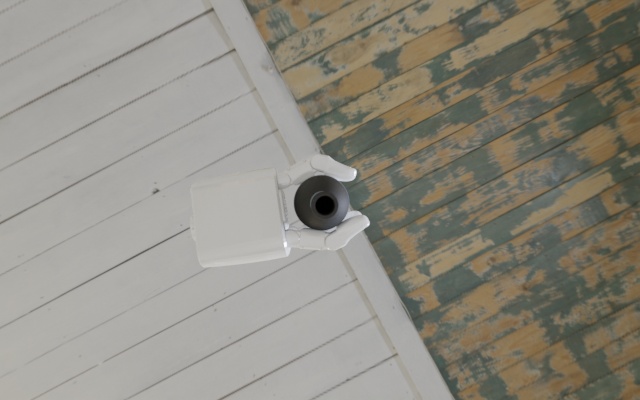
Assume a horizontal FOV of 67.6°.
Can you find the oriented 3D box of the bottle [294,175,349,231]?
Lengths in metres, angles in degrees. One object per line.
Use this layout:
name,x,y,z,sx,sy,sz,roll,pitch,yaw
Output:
bottle,0.000,0.002,0.605,0.069,0.069,0.295,0,1,-2
